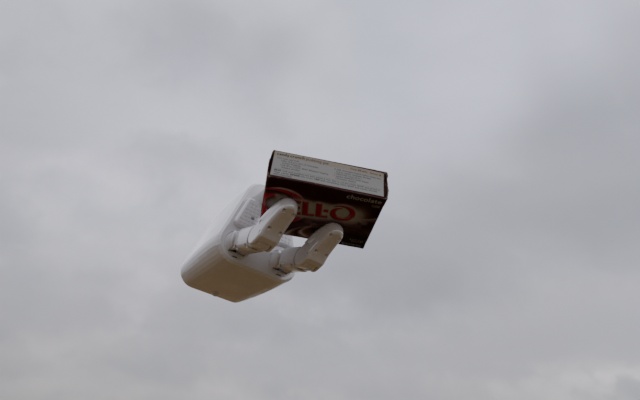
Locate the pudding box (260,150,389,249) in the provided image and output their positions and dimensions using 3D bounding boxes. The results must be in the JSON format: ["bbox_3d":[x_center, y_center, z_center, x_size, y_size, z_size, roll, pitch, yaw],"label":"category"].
[{"bbox_3d":[0.000,0.001,0.467,0.113,0.039,0.090,9,-36,-6],"label":"pudding box"}]
